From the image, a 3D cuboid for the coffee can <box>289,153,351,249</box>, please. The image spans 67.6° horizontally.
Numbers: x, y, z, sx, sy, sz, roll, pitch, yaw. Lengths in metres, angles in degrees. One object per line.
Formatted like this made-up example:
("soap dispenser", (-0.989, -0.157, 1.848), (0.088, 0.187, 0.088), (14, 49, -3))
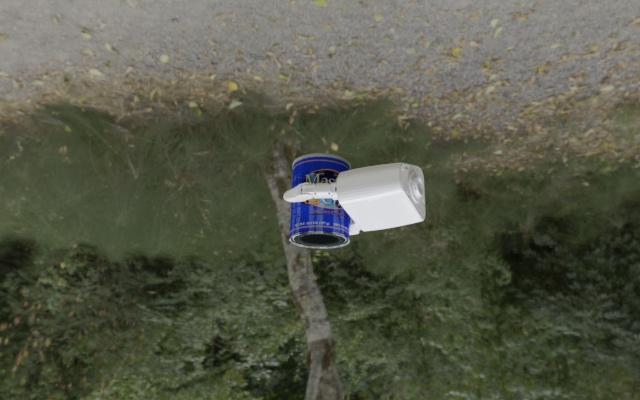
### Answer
("coffee can", (0.000, 0.003, 0.822), (0.103, 0.140, 0.103), (1, -19, 1))
